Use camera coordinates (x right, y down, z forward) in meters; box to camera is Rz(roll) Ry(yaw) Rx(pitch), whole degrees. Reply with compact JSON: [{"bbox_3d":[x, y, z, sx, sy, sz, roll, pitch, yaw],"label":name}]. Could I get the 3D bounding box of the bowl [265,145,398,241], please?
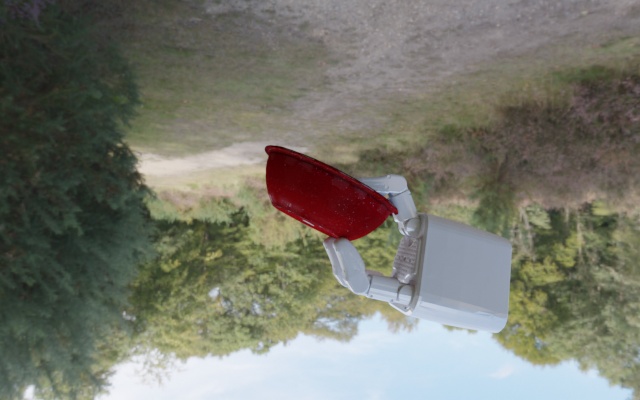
[{"bbox_3d":[-0.001,0.002,0.520,0.162,0.055,0.162,27,-6,3],"label":"bowl"}]
